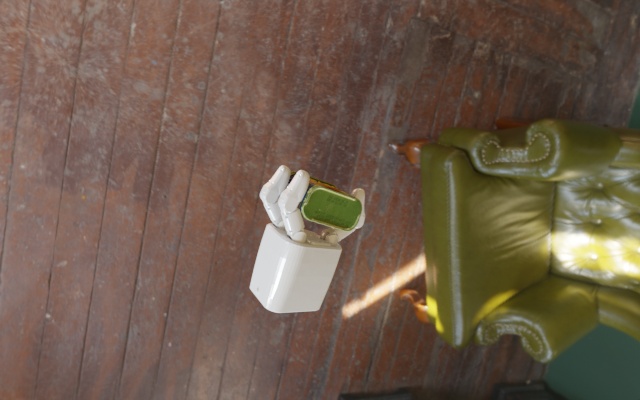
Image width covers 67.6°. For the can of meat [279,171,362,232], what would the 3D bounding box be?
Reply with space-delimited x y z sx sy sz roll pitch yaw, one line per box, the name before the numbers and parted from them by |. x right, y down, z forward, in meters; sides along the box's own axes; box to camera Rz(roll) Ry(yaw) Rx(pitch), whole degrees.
can of meat | 0.000 0.002 0.703 0.102 0.057 0.084 18 6 -31
